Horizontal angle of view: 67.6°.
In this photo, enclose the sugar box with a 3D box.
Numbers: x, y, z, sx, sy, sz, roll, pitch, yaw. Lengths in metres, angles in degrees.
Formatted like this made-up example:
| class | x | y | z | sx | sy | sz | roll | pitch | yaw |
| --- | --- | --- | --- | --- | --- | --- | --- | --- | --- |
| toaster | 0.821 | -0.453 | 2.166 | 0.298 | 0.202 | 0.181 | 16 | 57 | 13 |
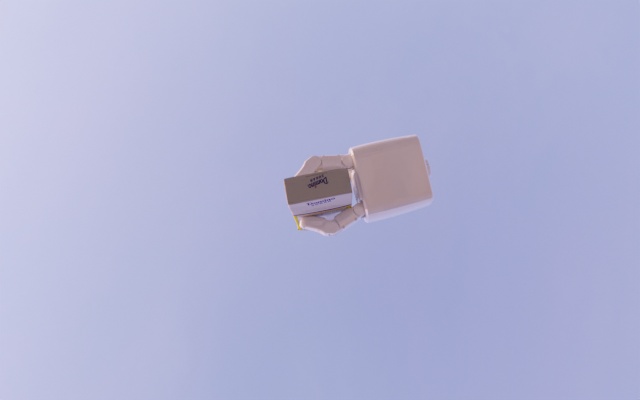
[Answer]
| class | x | y | z | sx | sy | sz | roll | pitch | yaw |
| --- | --- | --- | --- | --- | --- | --- | --- | --- | --- |
| sugar box | 0.000 | 0.002 | 0.736 | 0.093 | 0.048 | 0.176 | -11 | -18 | -1 |
